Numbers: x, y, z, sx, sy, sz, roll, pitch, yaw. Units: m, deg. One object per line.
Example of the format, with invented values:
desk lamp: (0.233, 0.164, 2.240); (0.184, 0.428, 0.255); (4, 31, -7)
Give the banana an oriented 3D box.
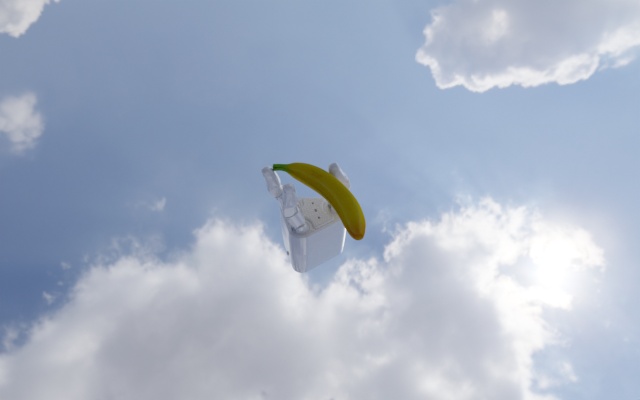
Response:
banana: (0.012, -0.008, 0.738); (0.069, 0.037, 0.197); (-31, 53, -31)
